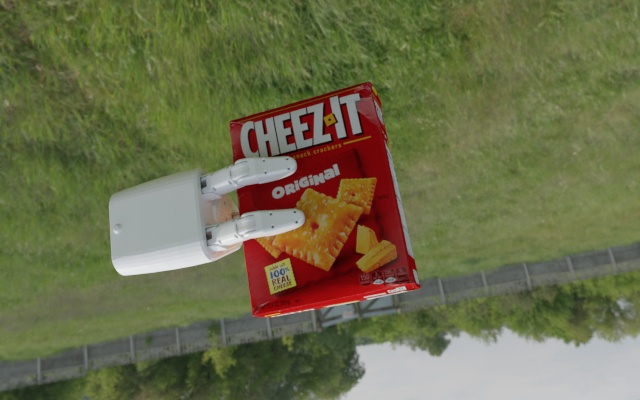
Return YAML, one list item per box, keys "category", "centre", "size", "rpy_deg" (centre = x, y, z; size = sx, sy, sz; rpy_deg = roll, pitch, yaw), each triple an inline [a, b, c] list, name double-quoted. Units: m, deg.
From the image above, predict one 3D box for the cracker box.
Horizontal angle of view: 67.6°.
- category: "cracker box"
  centre: [0.000, 0.002, 0.501]
  size: [0.164, 0.213, 0.072]
  rpy_deg: [-13, -15, 12]
